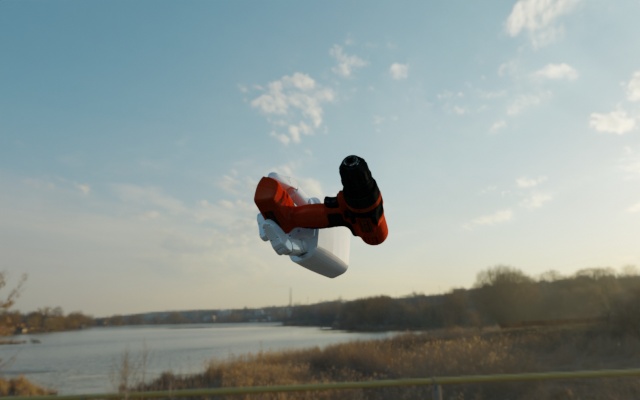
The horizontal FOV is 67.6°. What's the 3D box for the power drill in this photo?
[{"bbox_3d":[0.000,0.002,0.711,0.187,0.057,0.185,2,-38,21],"label":"power drill"}]
